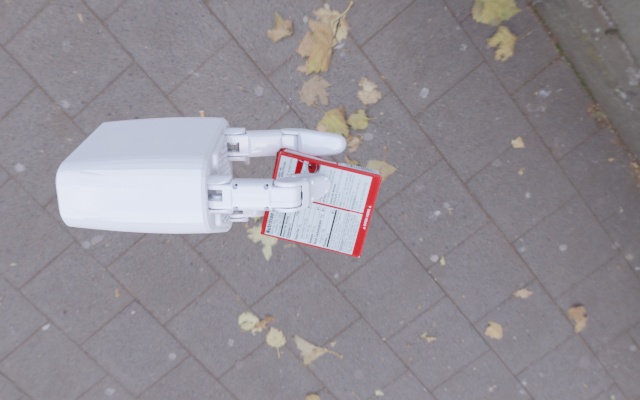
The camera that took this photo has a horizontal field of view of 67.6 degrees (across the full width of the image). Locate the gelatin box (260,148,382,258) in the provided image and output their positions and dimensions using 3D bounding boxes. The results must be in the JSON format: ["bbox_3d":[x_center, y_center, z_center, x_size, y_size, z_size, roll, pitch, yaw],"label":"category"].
[{"bbox_3d":[0.000,0.001,0.404,0.089,0.073,0.030,14,13,0],"label":"gelatin box"}]
